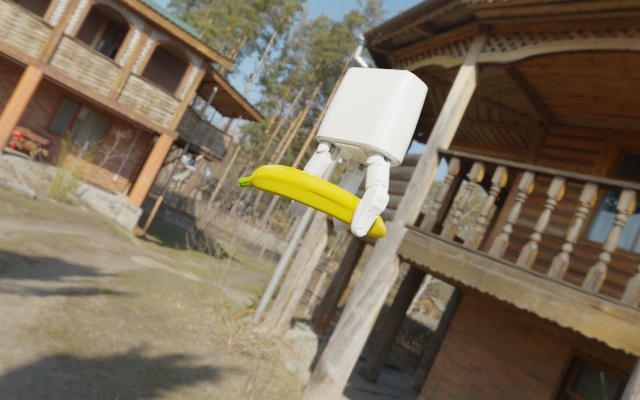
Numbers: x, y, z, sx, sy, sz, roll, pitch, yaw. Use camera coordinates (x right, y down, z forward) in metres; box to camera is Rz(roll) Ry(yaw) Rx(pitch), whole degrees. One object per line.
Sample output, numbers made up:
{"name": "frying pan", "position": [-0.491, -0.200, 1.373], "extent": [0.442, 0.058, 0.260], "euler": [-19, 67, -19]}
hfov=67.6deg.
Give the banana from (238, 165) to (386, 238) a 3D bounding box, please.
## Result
{"name": "banana", "position": [0.001, -0.002, 0.573], "extent": [0.198, 0.037, 0.069], "euler": [22, -12, -10]}
